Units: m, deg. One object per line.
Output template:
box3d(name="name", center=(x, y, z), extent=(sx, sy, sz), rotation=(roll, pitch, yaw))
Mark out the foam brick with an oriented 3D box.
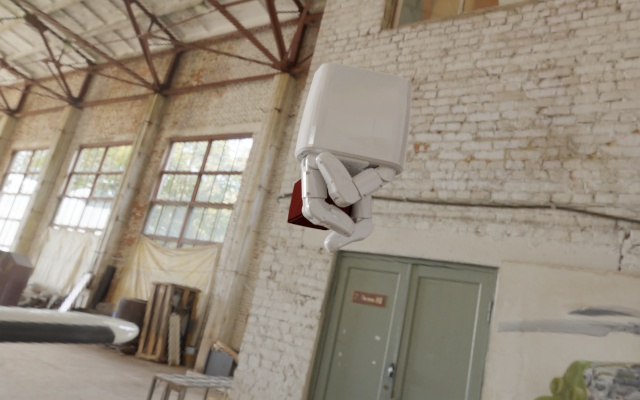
box3d(name="foam brick", center=(0.000, 0.002, 0.560), extent=(0.053, 0.051, 0.078), rotation=(14, -15, -19))
